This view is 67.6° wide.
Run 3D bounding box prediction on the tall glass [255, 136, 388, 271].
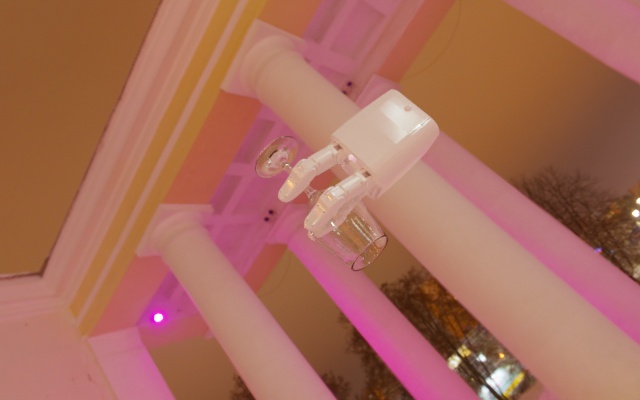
[{"bbox_3d":[0.000,0.002,0.636,0.201,0.079,0.079,46,24,26],"label":"tall glass"}]
